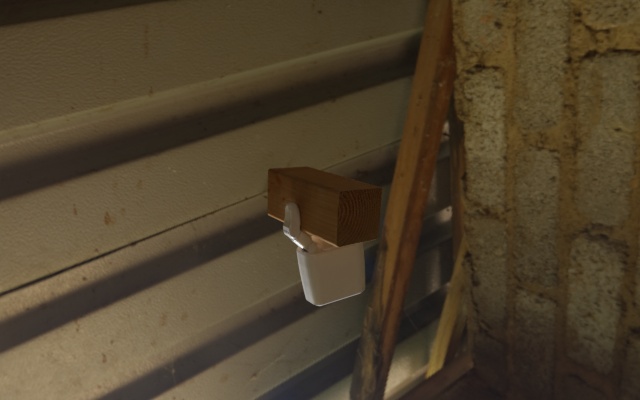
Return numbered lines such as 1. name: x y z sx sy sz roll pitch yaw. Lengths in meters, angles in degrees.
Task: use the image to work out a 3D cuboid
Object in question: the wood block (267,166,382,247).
1. wood block: 0.000 0.003 0.821 0.091 0.090 0.206 -8 17 -37
